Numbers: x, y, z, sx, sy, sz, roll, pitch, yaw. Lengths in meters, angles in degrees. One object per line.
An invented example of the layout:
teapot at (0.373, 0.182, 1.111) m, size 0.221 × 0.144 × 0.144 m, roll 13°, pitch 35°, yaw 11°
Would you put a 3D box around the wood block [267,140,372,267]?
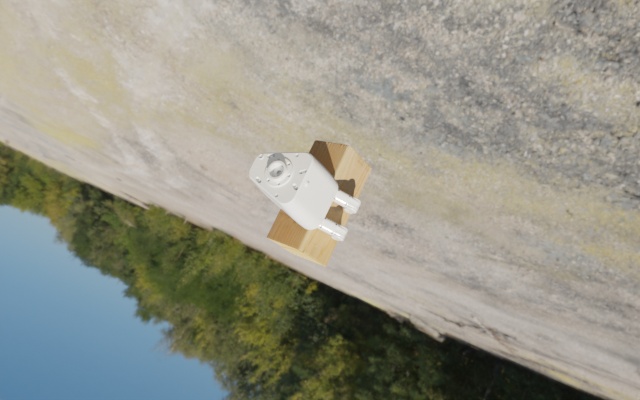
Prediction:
wood block at (0.000, 0.003, 0.882) m, size 0.091 × 0.206 × 0.090 m, roll 16°, pitch -16°, yaw 41°
